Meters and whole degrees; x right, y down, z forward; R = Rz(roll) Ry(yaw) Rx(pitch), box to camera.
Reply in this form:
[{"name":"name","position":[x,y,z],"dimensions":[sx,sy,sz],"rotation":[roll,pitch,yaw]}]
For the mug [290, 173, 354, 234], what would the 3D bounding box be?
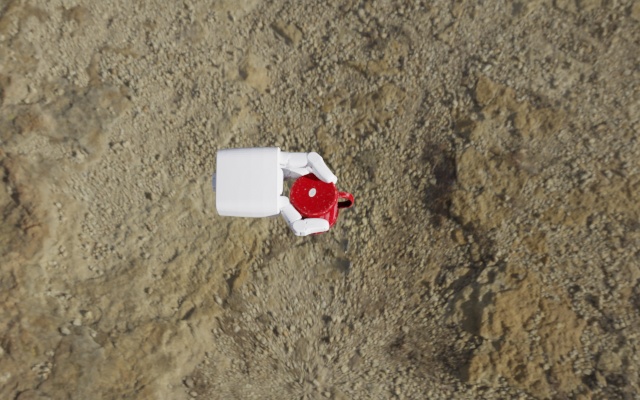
[{"name":"mug","position":[0.002,0.003,0.836],"dimensions":[0.117,0.093,0.081],"rotation":[-2,-22,-2]}]
